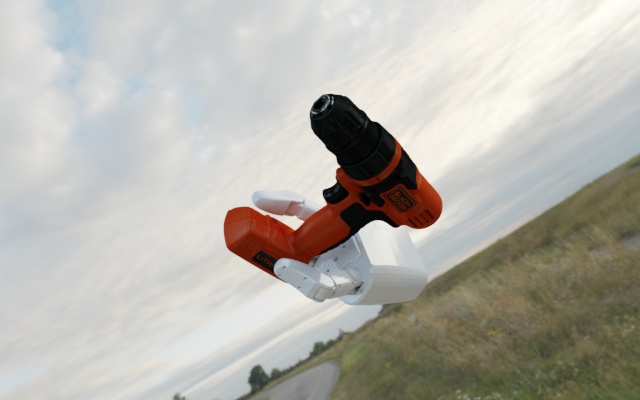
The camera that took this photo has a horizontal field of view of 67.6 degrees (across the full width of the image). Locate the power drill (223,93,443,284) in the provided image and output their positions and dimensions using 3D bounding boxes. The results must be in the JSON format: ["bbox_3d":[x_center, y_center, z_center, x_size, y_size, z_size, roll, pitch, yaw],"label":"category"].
[{"bbox_3d":[0.000,0.002,0.450,0.188,0.057,0.184,-29,-47,24],"label":"power drill"}]
